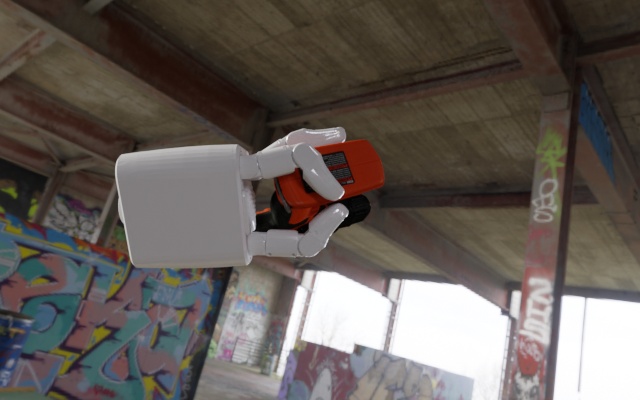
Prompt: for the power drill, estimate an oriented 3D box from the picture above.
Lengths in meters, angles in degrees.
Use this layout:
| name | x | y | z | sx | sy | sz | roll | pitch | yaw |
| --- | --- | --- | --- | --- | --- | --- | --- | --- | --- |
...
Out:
| name | x | y | z | sx | sy | sz | roll | pitch | yaw |
| --- | --- | --- | --- | --- | --- | --- | --- | --- | --- |
| power drill | 0.000 | 0.002 | 0.533 | 0.184 | 0.057 | 0.188 | -15 | -17 | -22 |
